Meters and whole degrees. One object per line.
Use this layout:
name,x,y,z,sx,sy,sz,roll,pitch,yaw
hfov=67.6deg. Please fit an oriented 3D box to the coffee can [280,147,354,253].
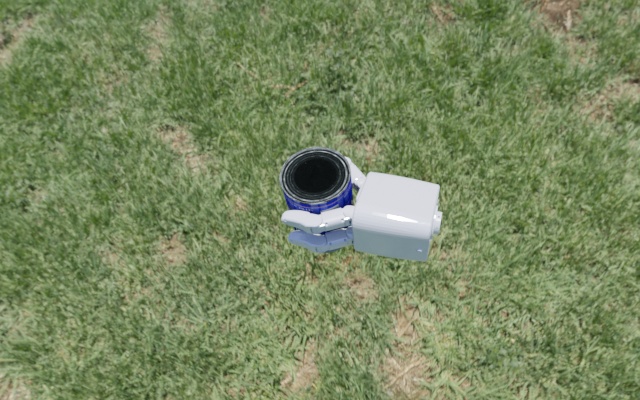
coffee can,0.000,0.002,0.729,0.103,0.102,0.140,0,-35,8
